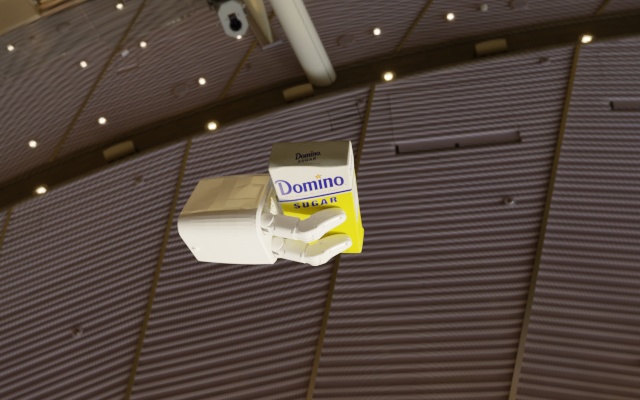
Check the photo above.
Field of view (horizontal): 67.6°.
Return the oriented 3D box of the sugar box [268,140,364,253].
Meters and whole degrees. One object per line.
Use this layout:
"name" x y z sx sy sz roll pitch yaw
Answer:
"sugar box" 0.000 0.002 0.594 0.093 0.048 0.176 -1 -36 11
